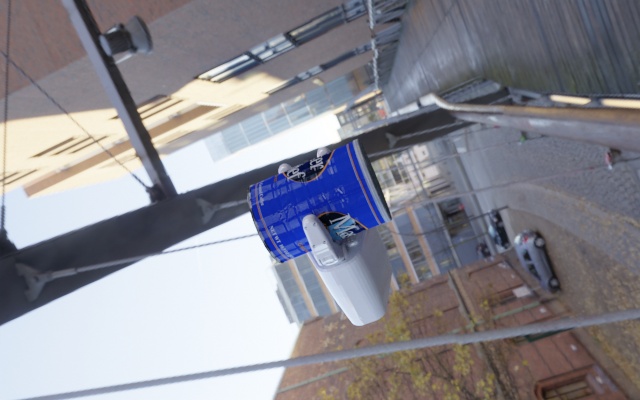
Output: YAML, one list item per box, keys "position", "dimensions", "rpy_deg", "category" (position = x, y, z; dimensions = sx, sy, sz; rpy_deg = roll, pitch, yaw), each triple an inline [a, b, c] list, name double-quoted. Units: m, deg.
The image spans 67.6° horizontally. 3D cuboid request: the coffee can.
- position: [0.000, 0.002, 0.564]
  dimensions: [0.140, 0.103, 0.103]
  rpy_deg: [-22, -4, 10]
  category: "coffee can"
